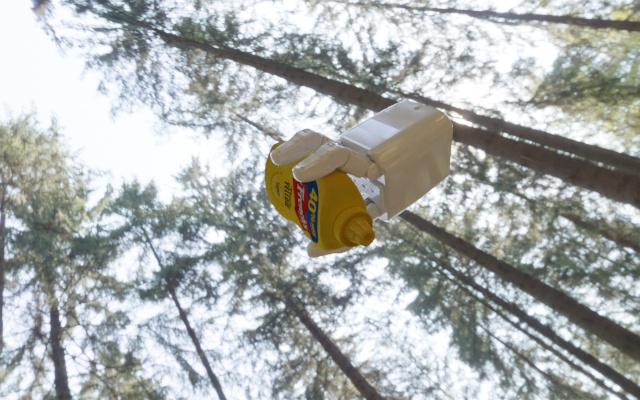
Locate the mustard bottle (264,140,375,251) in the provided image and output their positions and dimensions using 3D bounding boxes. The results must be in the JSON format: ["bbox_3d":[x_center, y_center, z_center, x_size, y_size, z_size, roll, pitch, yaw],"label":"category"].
[{"bbox_3d":[0.000,0.002,0.537,0.058,0.096,0.191,-12,27,-28],"label":"mustard bottle"}]
